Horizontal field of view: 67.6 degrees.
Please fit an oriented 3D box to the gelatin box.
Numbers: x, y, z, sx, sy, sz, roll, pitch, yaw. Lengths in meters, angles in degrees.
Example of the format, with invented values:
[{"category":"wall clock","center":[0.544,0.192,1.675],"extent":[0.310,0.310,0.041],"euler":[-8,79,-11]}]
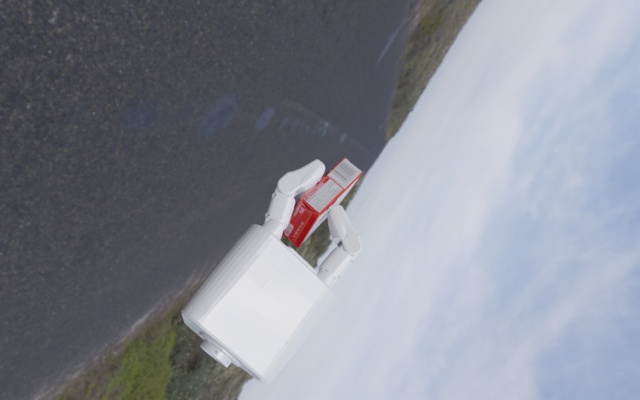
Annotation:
[{"category":"gelatin box","center":[0.001,0.002,0.535],"extent":[0.089,0.030,0.073],"euler":[-44,-8,-37]}]
